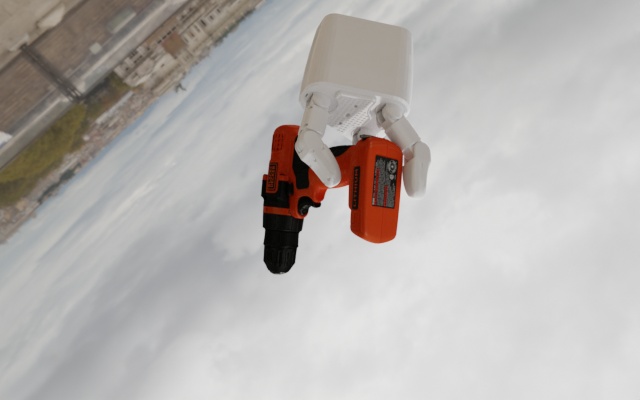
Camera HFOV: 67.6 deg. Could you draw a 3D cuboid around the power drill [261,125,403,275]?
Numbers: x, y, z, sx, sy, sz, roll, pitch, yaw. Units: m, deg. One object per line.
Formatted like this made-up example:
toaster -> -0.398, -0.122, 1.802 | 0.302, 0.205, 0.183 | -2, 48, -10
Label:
power drill -> 0.000, 0.002, 0.535 | 0.057, 0.184, 0.187 | 4, 0, -43
